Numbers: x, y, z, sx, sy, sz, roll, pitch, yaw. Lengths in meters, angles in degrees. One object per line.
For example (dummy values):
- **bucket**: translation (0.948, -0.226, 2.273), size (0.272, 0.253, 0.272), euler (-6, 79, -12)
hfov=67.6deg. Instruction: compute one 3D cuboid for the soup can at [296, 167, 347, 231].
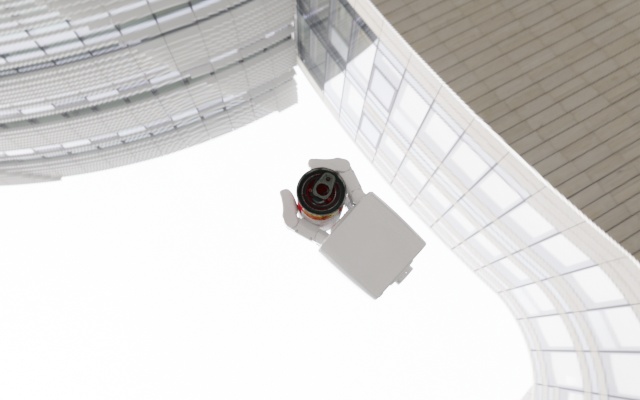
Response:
- **soup can**: translation (0.000, 0.002, 0.680), size (0.068, 0.068, 0.102), euler (0, -17, -2)
